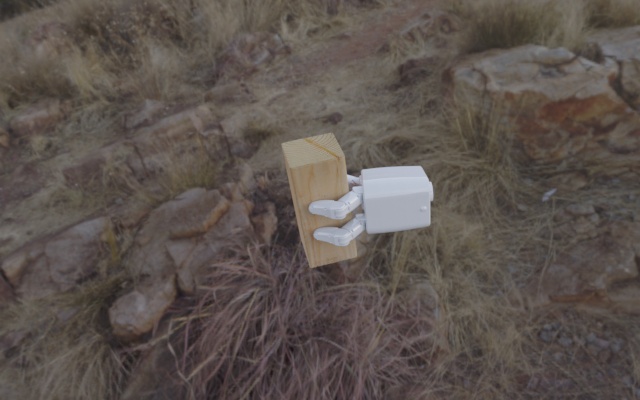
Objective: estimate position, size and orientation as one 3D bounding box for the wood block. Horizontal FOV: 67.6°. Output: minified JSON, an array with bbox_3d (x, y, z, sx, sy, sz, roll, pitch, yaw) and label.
[{"bbox_3d":[0.000,0.002,0.816,0.090,0.206,0.090,-13,34,-5],"label":"wood block"}]
